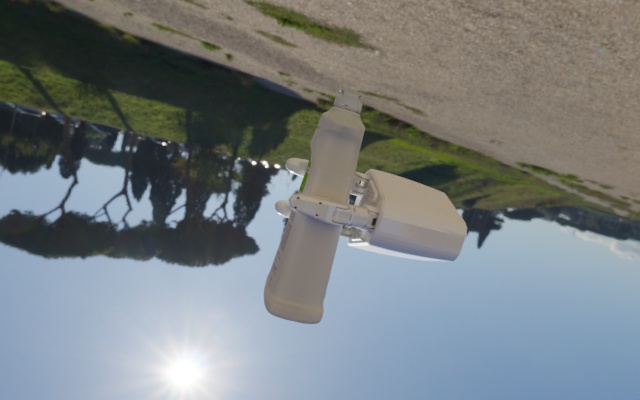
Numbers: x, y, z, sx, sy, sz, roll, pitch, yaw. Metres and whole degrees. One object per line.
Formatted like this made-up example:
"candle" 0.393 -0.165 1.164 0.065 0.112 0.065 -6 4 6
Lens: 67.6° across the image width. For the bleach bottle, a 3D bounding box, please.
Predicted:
"bleach bottle" 0.000 0.002 0.537 0.068 0.251 0.102 15 8 -11
